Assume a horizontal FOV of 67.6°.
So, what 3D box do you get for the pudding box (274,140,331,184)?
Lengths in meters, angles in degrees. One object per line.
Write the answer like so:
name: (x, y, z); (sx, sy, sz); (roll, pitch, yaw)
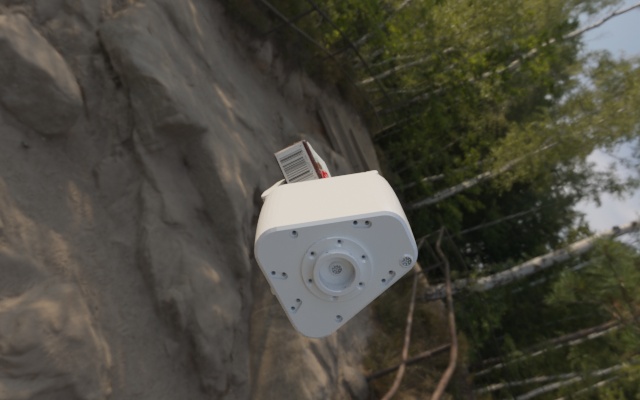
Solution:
pudding box: (0.000, 0.002, 0.502); (0.039, 0.113, 0.090); (-24, -13, 7)
